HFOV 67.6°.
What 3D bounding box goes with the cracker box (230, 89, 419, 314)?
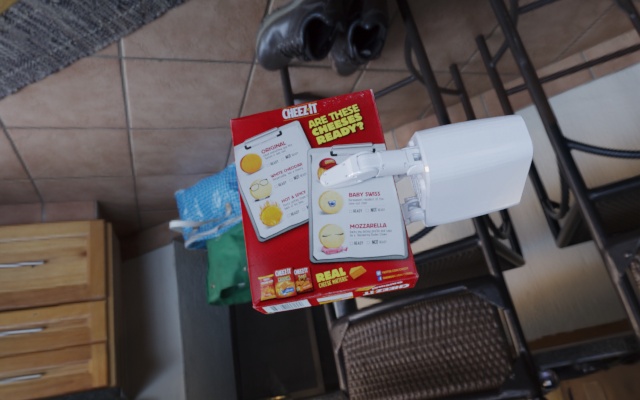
[{"bbox_3d":[0.000,0.002,0.519,0.164,0.213,0.072,-12,-21,2],"label":"cracker box"}]
